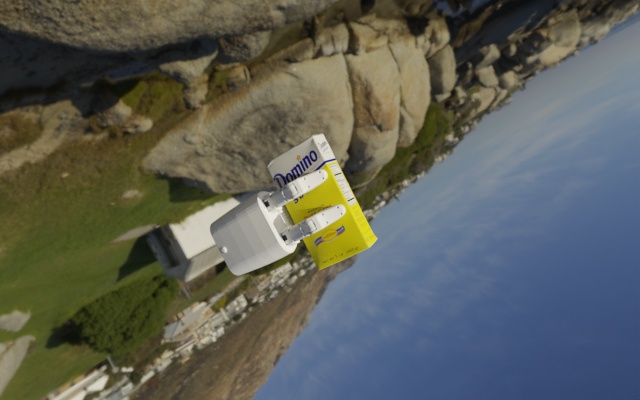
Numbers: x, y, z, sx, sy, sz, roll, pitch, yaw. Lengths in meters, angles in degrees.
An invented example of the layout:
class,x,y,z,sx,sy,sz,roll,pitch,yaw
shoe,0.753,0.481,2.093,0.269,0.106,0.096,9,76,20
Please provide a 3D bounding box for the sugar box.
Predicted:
class,x,y,z,sx,sy,sz,roll,pitch,yaw
sugar box,0.000,0.003,0.694,0.093,0.176,0.048,-28,1,26
